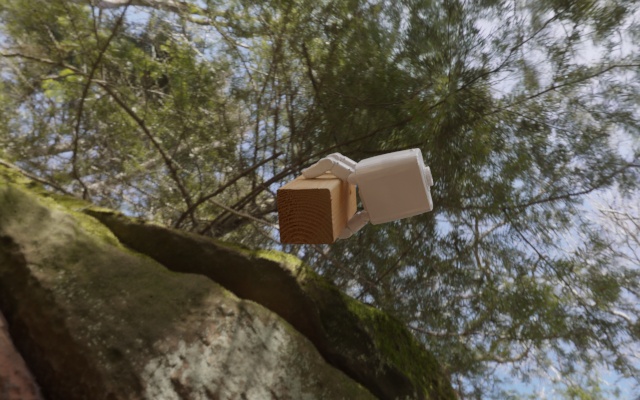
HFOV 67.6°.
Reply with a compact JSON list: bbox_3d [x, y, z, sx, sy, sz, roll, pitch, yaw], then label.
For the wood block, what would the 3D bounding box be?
[{"bbox_3d":[0.001,0.003,0.835,0.090,0.091,0.206,-1,12,15],"label":"wood block"}]
